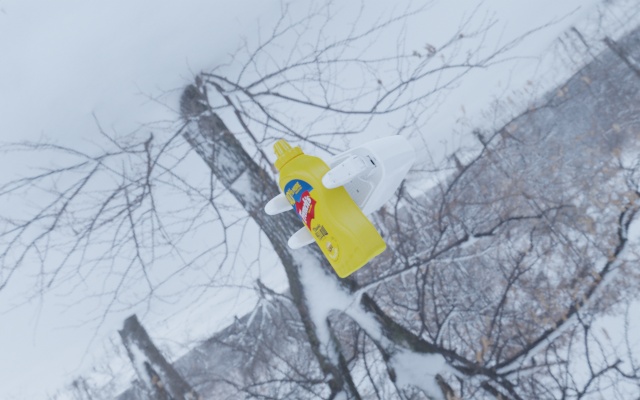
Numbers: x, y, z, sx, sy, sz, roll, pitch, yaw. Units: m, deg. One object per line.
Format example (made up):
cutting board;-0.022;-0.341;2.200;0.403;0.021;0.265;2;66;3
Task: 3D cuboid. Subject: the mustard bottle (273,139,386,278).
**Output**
mustard bottle;0.000;0.002;0.608;0.058;0.191;0.096;-31;-9;-26
